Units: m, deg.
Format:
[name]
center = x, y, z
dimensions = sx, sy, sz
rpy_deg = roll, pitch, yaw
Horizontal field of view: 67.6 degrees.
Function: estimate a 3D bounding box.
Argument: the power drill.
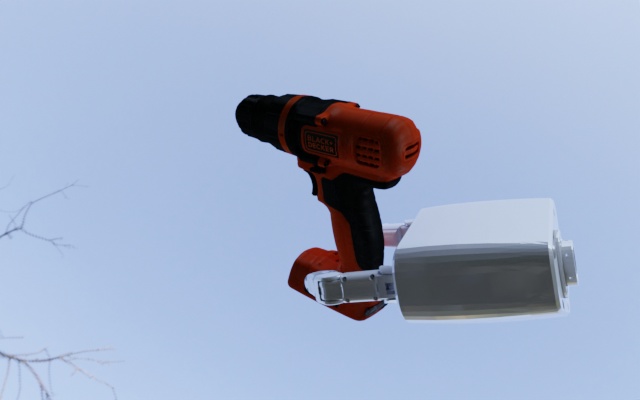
[power drill]
center = 0.000, 0.002, 0.422
dimensions = 0.184, 0.188, 0.057
rpy_deg = 20, 37, 39
